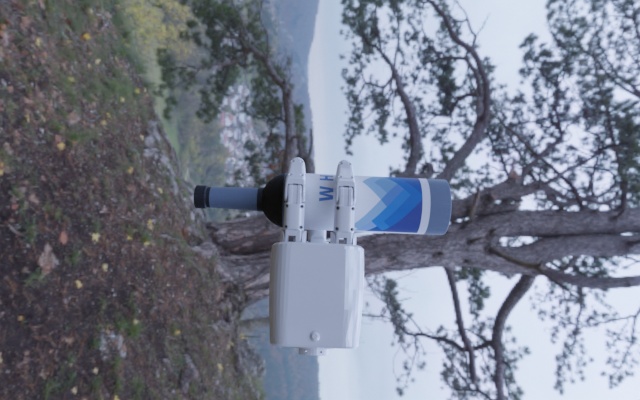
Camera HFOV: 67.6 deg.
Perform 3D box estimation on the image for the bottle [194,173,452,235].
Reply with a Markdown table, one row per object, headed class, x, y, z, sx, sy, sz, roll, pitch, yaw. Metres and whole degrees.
| class | x | y | z | sx | sy | sz | roll | pitch | yaw |
| --- | --- | --- | --- | --- | --- | --- | --- | --- | --- |
| bottle | 0.000 | 0.002 | 0.567 | 0.296 | 0.069 | 0.069 | 2 | 0 | -1 |
